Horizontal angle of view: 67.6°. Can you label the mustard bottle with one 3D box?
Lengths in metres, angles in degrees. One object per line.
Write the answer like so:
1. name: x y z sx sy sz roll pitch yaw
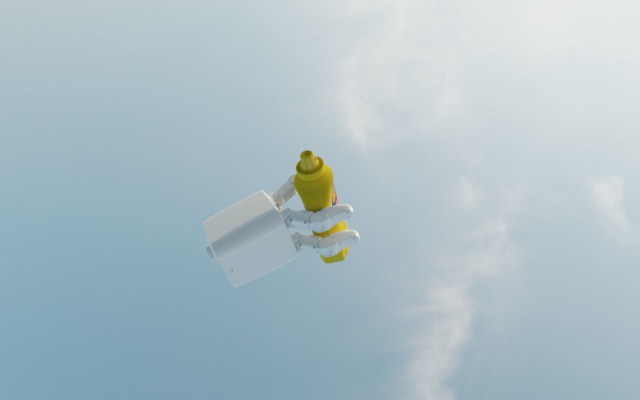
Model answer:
1. mustard bottle: 0.000 0.002 0.714 0.058 0.096 0.192 -10 -45 7
